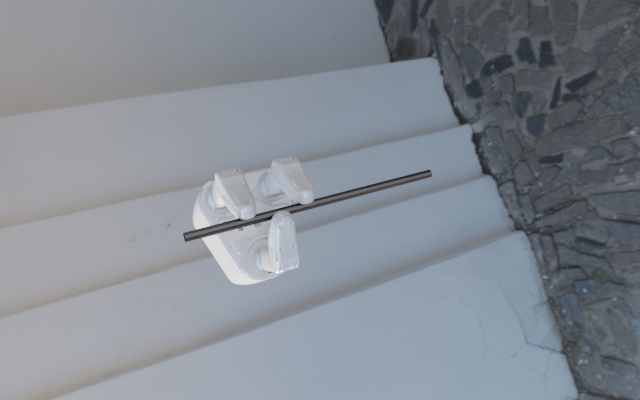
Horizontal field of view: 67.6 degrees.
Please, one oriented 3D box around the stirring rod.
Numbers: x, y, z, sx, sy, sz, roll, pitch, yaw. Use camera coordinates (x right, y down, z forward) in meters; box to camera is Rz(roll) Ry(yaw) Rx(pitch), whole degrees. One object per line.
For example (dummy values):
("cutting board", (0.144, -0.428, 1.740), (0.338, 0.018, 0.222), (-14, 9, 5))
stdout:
("stirring rod", (0.000, 0.001, 0.423), (0.239, 0.011, 0.011), (-15, 6, -23))
